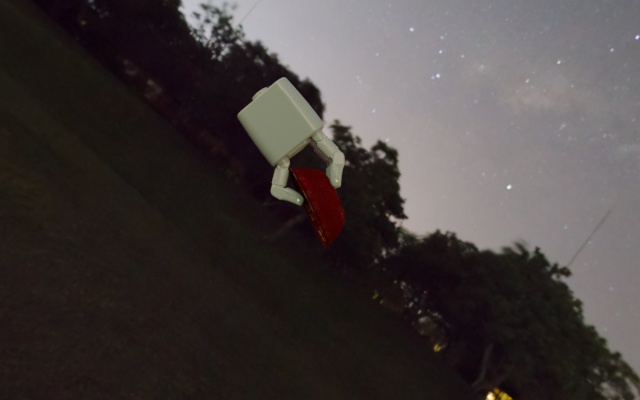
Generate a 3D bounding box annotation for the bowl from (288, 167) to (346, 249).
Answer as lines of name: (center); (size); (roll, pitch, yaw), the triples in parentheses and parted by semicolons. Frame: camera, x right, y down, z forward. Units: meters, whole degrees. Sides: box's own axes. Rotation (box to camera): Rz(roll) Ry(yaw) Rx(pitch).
bowl: (0.001, 0.004, 0.844); (0.055, 0.162, 0.162); (-25, 2, -6)
